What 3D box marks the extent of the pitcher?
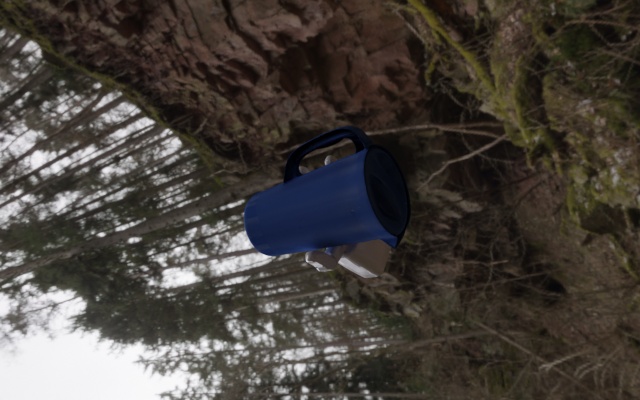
[{"bbox_3d":[0.000,0.003,0.725,0.243,0.149,0.145,-16,-36,32],"label":"pitcher"}]
